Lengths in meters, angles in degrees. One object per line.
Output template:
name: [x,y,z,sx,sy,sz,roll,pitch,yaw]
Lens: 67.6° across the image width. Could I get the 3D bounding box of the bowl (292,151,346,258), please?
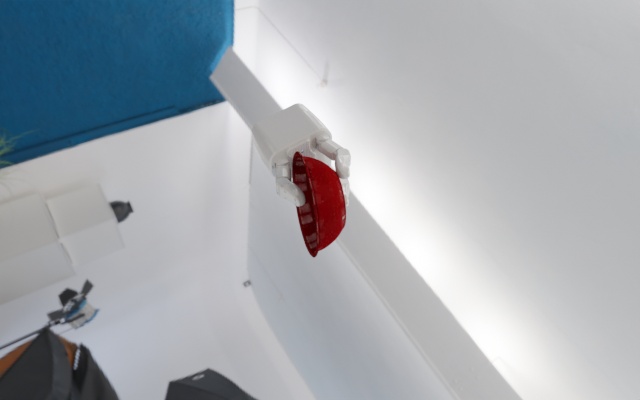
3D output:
bowl: [0.001,0.003,0.725,0.055,0.162,0.162,-9,2,-11]
